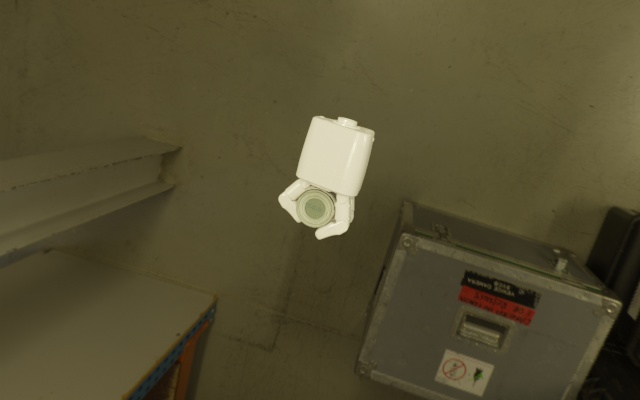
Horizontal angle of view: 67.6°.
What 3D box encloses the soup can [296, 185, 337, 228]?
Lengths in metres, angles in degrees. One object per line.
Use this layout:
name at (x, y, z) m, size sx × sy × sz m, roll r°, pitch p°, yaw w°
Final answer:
soup can at (0.000, 0.003, 0.836) m, size 0.068 × 0.068 × 0.102 m, roll 0°, pitch 13°, yaw 11°
